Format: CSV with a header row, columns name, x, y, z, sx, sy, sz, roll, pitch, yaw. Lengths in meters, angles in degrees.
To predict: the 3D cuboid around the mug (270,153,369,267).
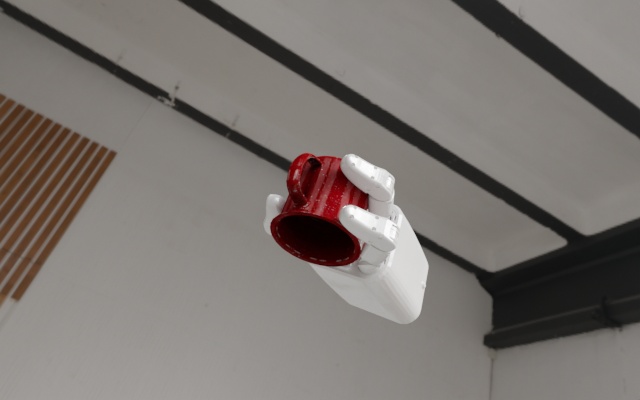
name,x,y,z,sx,sy,sz,roll,pitch,yaw
mug,-0.001,0.001,0.481,0.093,0.081,0.117,-5,-42,31
